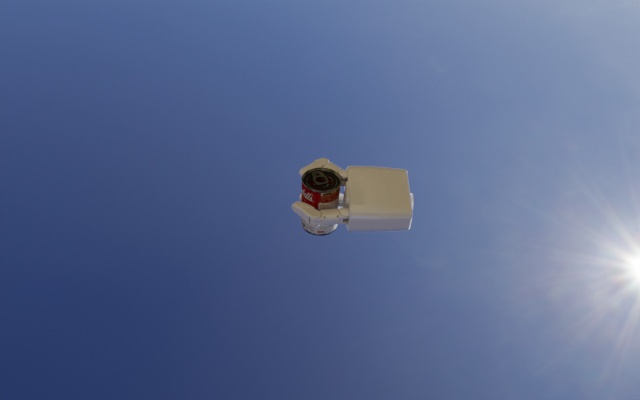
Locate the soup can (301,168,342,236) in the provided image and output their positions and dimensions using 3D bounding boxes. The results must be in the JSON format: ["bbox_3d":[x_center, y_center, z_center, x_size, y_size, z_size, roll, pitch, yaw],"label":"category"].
[{"bbox_3d":[0.000,0.003,0.836,0.068,0.102,0.068,2,39,-1],"label":"soup can"}]
